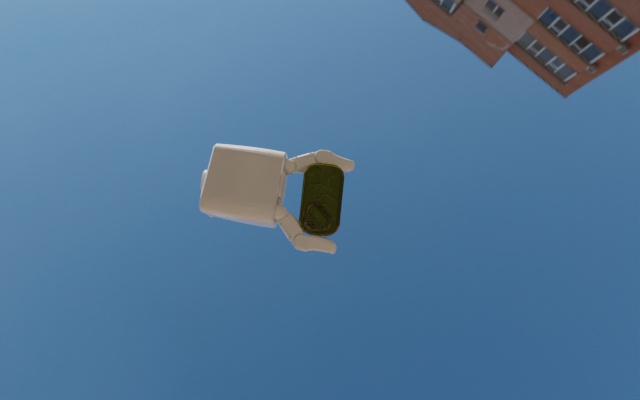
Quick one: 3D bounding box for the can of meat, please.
[{"bbox_3d":[0.000,0.002,0.704,0.057,0.102,0.084,6,-6,-2],"label":"can of meat"}]
